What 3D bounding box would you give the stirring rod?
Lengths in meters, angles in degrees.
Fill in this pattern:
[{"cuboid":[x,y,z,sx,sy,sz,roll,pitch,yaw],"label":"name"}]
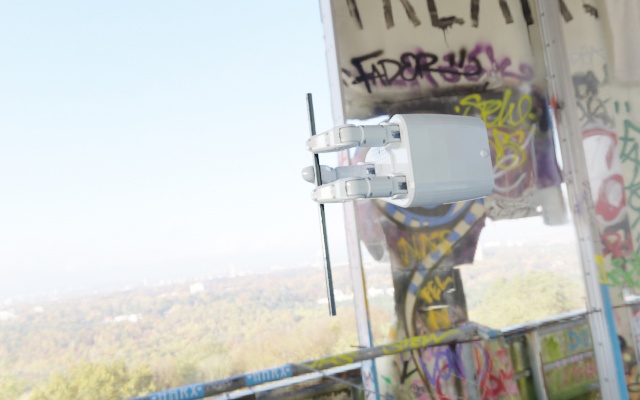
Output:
[{"cuboid":[0.000,0.002,0.512,0.011,0.239,0.011,-6,-6,-1],"label":"stirring rod"}]
